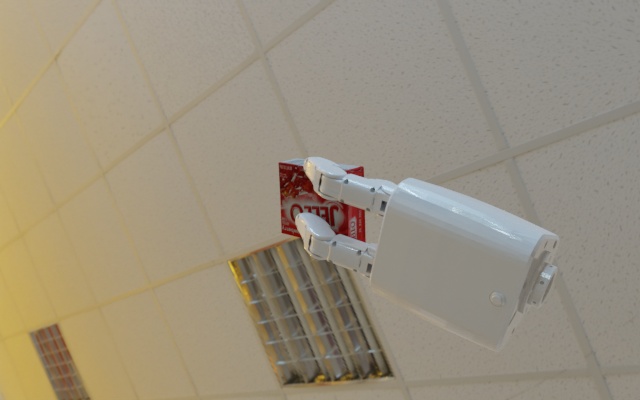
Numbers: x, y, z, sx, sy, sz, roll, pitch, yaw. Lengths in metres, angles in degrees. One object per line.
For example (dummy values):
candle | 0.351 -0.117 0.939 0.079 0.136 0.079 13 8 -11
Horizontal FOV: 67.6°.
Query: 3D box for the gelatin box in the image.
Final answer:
gelatin box | 0.000 0.001 0.452 0.089 0.073 0.030 11 19 41
